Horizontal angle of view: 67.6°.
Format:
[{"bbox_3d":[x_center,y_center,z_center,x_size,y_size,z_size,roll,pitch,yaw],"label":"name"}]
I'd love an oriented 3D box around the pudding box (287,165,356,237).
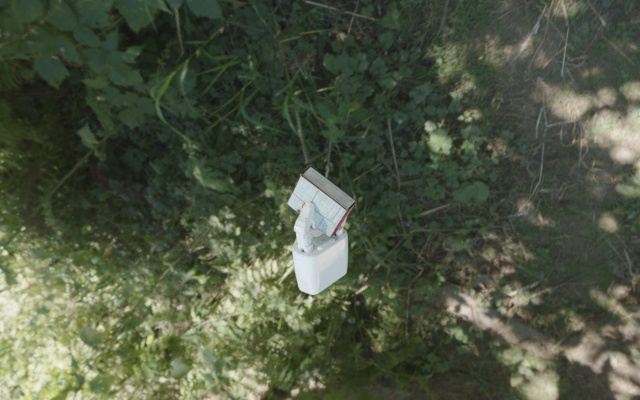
[{"bbox_3d":[0.000,0.003,0.894,0.113,0.090,0.039,37,45,7],"label":"pudding box"}]
